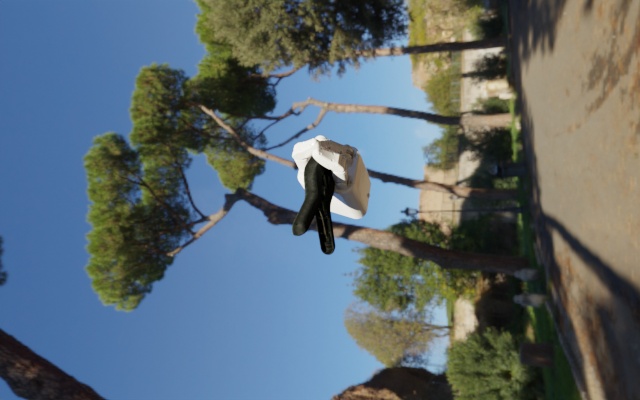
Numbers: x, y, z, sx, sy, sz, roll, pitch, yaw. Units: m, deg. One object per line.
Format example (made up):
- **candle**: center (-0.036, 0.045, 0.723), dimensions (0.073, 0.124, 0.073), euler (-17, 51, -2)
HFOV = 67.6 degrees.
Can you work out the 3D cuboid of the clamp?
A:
- **clamp**: center (0.000, 0.002, 0.778), dimensions (0.039, 0.171, 0.120), euler (0, -30, 22)
